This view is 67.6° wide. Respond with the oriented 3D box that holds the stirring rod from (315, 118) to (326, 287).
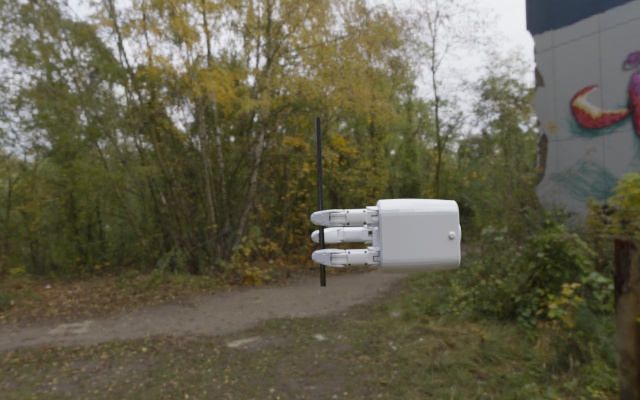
[{"bbox_3d":[0.000,0.002,0.683,0.011,0.239,0.011,-2,-1,0],"label":"stirring rod"}]
